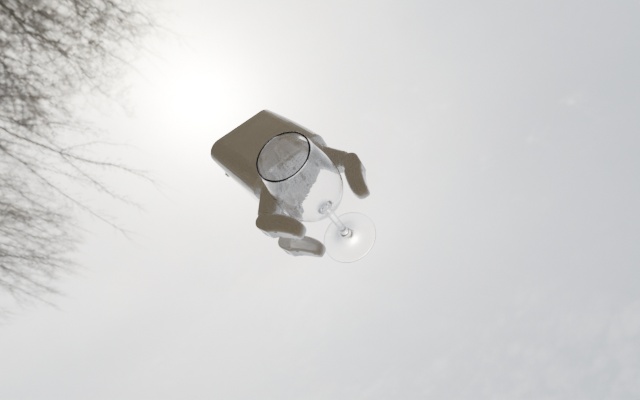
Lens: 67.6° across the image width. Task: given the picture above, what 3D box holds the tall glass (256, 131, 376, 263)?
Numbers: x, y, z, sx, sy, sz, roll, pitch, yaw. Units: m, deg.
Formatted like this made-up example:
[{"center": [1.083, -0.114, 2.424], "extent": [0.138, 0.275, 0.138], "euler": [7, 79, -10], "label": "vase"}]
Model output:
[{"center": [0.000, 0.002, 0.561], "extent": [0.079, 0.079, 0.201], "euler": [0, -28, 26], "label": "tall glass"}]
